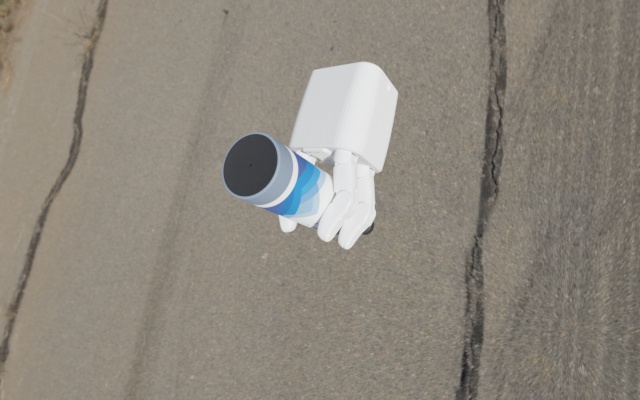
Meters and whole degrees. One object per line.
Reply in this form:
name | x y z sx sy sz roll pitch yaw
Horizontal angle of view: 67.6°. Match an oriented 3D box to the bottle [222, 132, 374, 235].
bottle | 0.000 0.002 0.574 0.069 0.069 0.296 0 -14 28
